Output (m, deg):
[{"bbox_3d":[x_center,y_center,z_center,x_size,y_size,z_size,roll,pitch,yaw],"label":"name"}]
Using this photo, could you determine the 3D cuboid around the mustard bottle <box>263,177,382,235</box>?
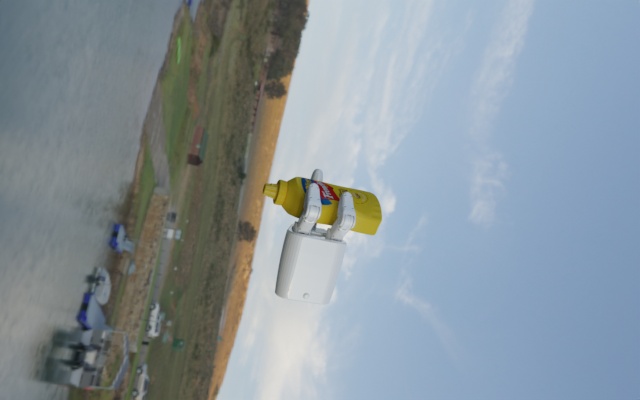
[{"bbox_3d":[0.000,0.002,0.779,0.191,0.058,0.096,13,30,-16],"label":"mustard bottle"}]
